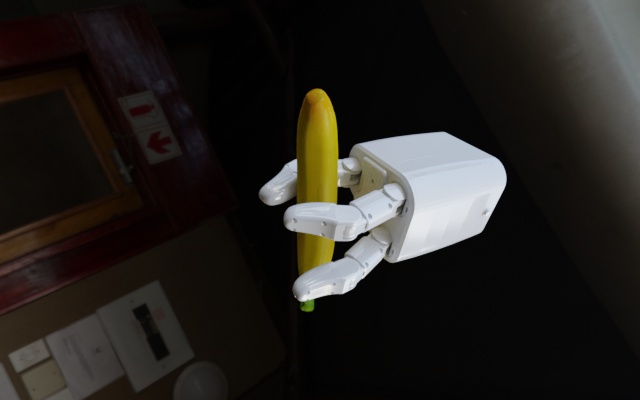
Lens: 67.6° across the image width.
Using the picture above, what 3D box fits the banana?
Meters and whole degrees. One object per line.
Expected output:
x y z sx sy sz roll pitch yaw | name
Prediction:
-0.002 -0.003 0.419 0.037 0.198 0.069 -2 23 -6 | banana
